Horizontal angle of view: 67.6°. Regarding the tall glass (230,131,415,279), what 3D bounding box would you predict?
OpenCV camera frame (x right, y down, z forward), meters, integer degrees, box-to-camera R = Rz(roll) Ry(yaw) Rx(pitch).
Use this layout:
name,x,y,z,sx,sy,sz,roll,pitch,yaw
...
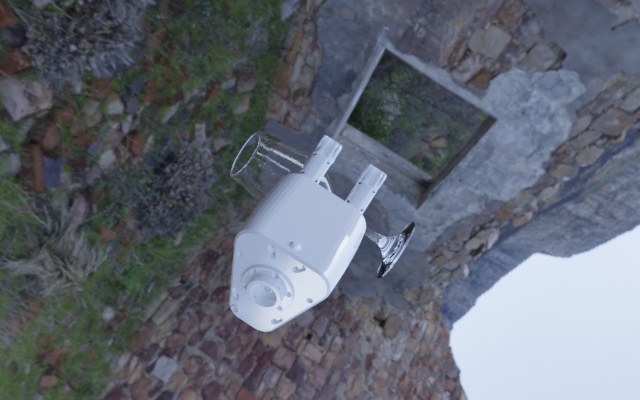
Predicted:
name,x,y,z,sx,sy,sz,roll,pitch,yaw
tall glass,0.001,0.002,0.530,0.201,0.079,0.079,33,1,2
